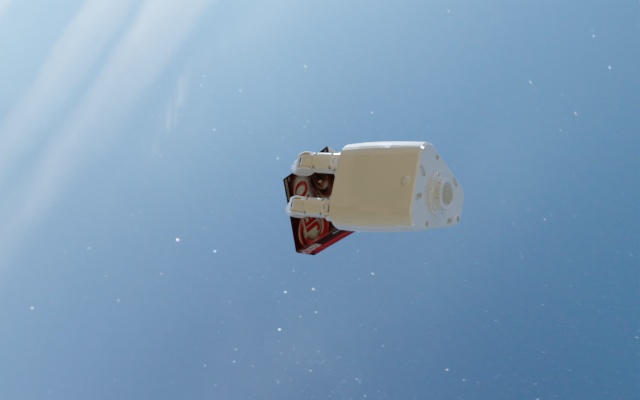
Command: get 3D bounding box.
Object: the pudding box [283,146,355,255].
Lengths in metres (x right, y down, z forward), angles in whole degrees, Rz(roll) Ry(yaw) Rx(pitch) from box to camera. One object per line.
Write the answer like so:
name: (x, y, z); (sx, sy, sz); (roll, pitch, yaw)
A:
pudding box: (0.000, 0.002, 0.612); (0.039, 0.113, 0.090); (19, -41, -42)
